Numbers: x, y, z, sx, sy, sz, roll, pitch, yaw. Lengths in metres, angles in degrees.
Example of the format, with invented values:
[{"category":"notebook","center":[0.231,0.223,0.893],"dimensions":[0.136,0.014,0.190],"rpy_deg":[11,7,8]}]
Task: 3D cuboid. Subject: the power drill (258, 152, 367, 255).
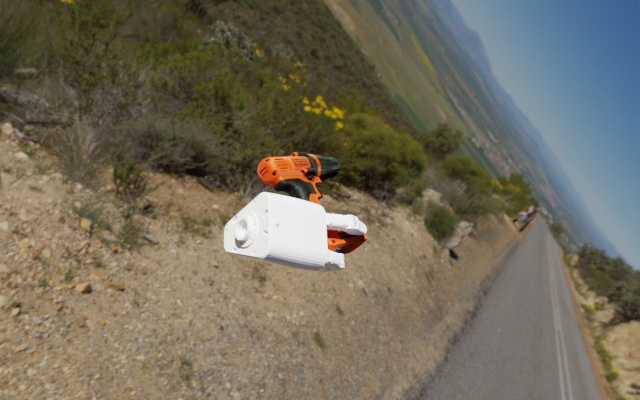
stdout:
[{"category":"power drill","center":[0.000,0.003,0.803],"dimensions":[0.184,0.187,0.057],"rpy_deg":[-9,-28,-47]}]
